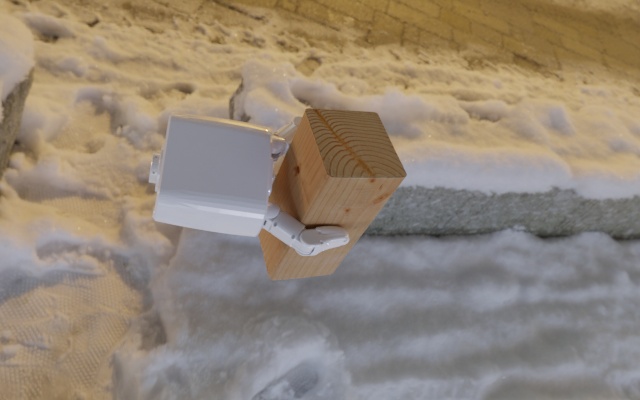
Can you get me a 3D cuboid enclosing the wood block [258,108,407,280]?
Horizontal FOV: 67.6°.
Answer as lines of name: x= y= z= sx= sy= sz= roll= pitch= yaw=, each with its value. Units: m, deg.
wood block: x=0.000 y=0.002 z=0.551 sx=0.090 sy=0.090 sz=0.206 roll=-2 pitch=-35 yaw=-26
